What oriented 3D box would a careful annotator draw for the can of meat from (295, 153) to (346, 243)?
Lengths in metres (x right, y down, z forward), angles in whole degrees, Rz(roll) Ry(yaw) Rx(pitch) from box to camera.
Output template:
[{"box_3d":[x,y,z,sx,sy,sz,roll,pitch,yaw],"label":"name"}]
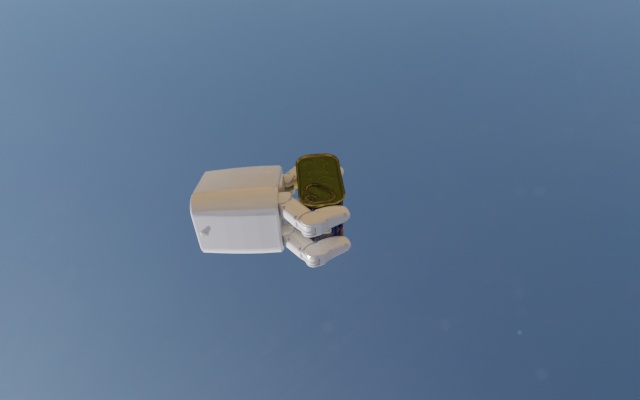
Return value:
[{"box_3d":[0.000,0.002,0.626,0.057,0.084,0.102,-5,41,-3],"label":"can of meat"}]
